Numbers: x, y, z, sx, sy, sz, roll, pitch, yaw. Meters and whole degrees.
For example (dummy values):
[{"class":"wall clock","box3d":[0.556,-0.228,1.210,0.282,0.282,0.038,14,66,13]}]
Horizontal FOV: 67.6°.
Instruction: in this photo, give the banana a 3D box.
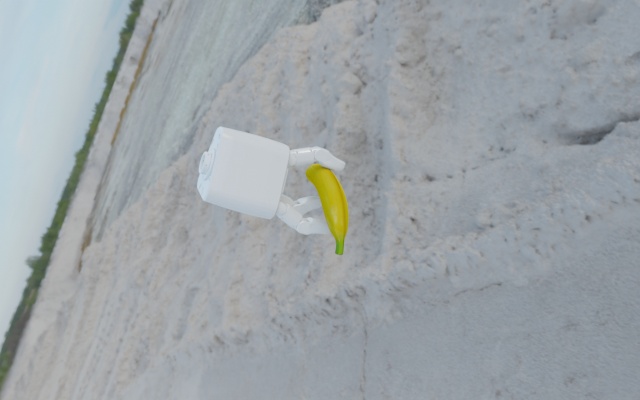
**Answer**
[{"class":"banana","box3d":[0.008,-0.009,0.739,0.037,0.070,0.197,10,37,-23]}]
